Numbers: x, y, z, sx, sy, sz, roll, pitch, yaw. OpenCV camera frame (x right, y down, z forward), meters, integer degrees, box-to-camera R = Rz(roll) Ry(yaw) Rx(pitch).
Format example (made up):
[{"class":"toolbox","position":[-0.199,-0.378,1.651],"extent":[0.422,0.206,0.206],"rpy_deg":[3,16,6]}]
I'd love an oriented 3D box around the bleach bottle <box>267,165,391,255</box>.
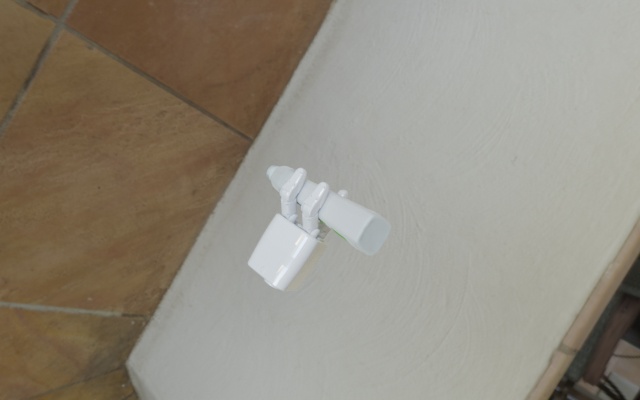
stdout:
[{"class":"bleach bottle","position":[0.000,0.003,0.852],"extent":[0.250,0.068,0.103],"rpy_deg":[32,-2,34]}]
